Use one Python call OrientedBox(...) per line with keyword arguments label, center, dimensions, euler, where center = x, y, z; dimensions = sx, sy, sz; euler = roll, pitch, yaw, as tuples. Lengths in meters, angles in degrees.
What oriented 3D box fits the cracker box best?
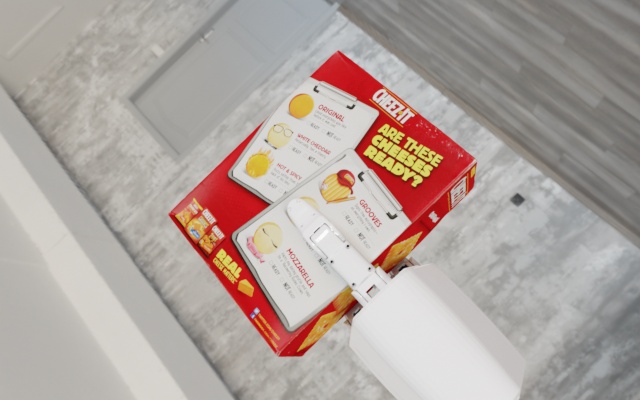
OrientedBox(label="cracker box", center=(0.000, 0.001, 0.419), dimensions=(0.164, 0.213, 0.072), euler=(45, -1, 24))
